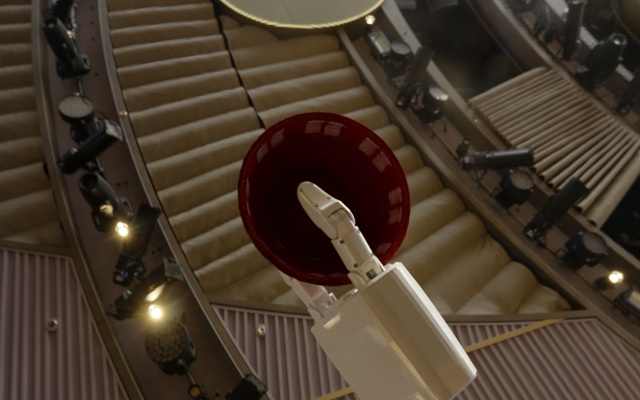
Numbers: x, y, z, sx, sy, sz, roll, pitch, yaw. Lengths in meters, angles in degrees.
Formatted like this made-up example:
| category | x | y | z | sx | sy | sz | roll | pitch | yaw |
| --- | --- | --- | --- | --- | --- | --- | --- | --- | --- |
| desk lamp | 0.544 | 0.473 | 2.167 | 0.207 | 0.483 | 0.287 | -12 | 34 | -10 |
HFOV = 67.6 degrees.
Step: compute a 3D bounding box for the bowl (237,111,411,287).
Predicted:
| category | x | y | z | sx | sy | sz | roll | pitch | yaw |
| --- | --- | --- | --- | --- | --- | --- | --- | --- | --- |
| bowl | 0.000 | 0.000 | 0.449 | 0.162 | 0.162 | 0.055 | 0 | -14 | -17 |
